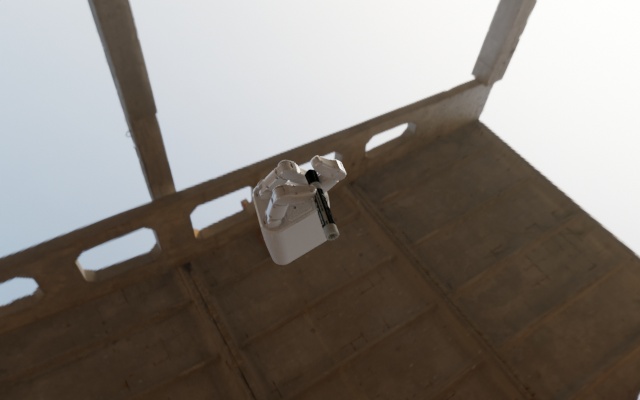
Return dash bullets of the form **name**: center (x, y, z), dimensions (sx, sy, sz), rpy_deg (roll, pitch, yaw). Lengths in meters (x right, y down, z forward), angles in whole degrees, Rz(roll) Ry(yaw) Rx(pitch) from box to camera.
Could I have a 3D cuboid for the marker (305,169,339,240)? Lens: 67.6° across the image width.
- **marker**: center (0.000, 0.002, 0.673), dimensions (0.020, 0.121, 0.020), rpy_deg (-12, -37, -9)
